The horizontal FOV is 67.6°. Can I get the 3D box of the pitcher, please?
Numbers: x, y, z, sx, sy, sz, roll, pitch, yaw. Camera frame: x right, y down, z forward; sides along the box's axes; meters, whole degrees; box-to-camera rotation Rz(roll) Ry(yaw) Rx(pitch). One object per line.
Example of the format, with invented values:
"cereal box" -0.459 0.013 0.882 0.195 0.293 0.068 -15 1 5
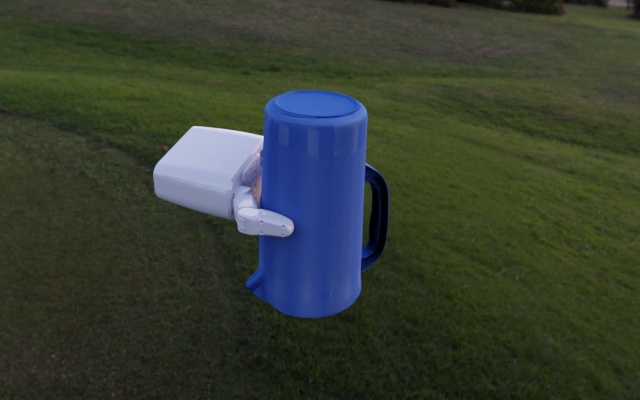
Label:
"pitcher" 0.000 0.002 0.558 0.145 0.243 0.149 13 31 16
